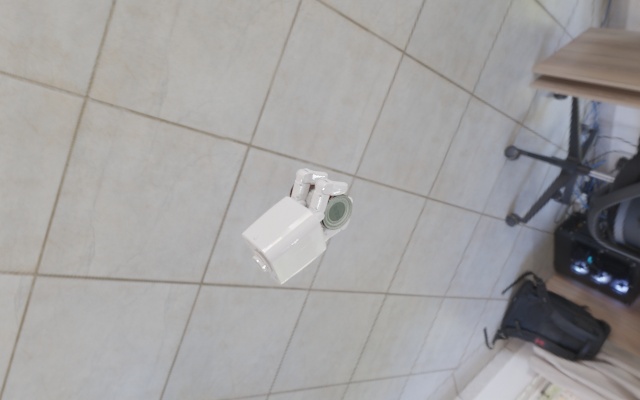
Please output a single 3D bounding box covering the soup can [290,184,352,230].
[{"bbox_3d":[0.001,0.003,0.853,0.068,0.068,0.102,0,21,-39],"label":"soup can"}]
